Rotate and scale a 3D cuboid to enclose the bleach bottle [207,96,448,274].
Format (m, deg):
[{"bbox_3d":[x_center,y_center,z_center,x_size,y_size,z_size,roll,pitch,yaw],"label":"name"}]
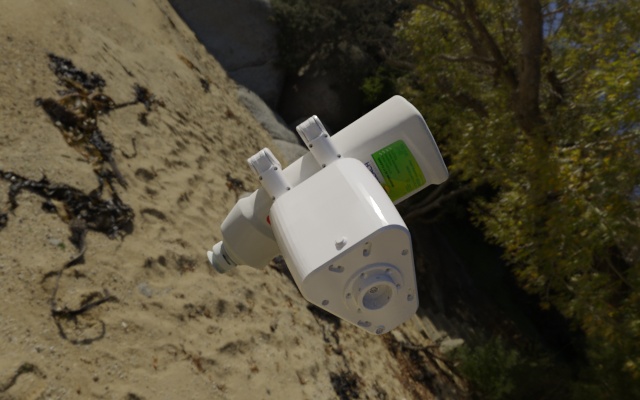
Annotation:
[{"bbox_3d":[0.000,0.001,0.491,0.251,0.103,0.068,-33,36,3],"label":"bleach bottle"}]
